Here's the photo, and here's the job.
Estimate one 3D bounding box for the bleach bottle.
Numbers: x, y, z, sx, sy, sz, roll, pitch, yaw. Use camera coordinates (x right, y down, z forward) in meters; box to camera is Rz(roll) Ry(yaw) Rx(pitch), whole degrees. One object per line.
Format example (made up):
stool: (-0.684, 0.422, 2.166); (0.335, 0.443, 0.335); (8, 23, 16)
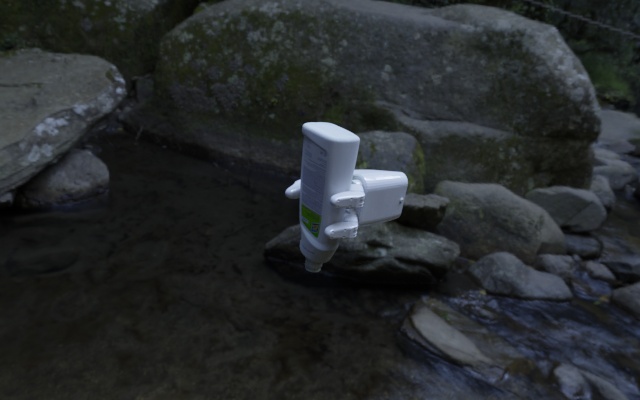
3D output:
bleach bottle: (0.000, 0.003, 0.808); (0.068, 0.251, 0.102); (-7, 27, -34)
